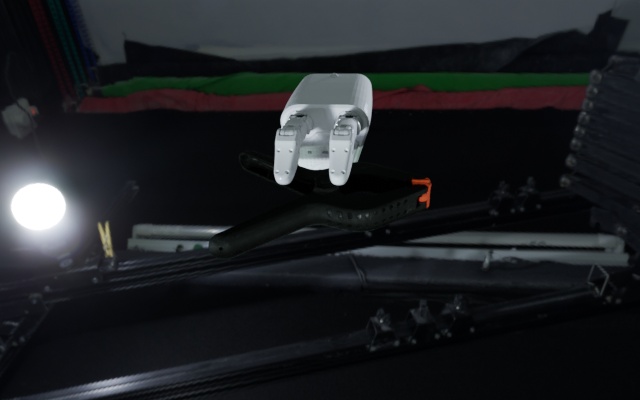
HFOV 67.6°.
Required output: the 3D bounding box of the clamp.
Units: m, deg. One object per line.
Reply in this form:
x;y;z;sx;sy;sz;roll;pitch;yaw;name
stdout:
0.001;0.002;0.465;0.210;0.036;0.164;3;37;9;clamp
